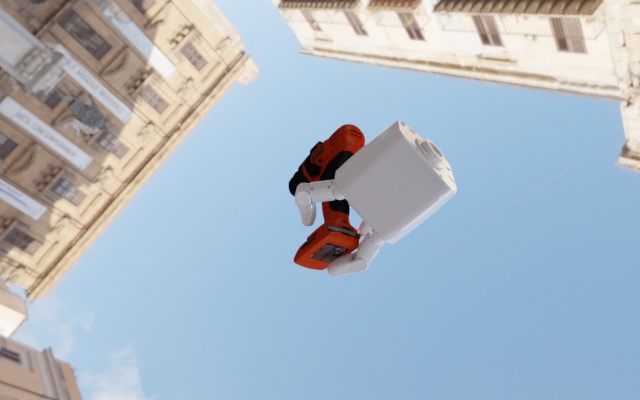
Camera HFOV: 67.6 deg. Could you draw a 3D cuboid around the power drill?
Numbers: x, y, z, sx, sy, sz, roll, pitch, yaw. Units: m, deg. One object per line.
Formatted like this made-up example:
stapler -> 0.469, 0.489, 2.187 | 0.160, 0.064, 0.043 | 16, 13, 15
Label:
power drill -> 0.000, 0.003, 0.703 | 0.057, 0.187, 0.184 | 16, -34, -25
